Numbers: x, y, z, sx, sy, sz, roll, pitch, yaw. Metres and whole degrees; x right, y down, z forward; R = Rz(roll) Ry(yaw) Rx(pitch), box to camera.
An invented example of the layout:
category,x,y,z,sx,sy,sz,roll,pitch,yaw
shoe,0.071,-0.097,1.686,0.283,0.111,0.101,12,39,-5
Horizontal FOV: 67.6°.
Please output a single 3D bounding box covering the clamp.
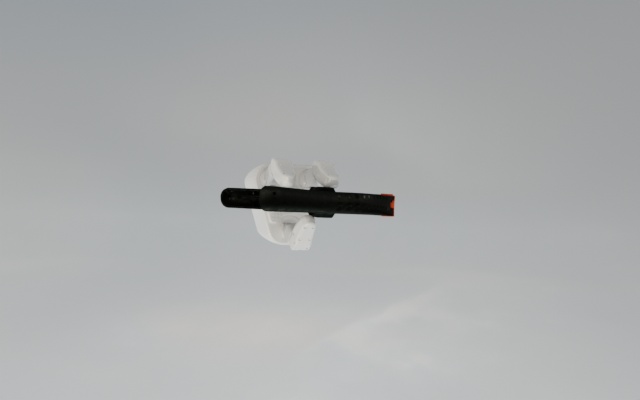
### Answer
category,x,y,z,sx,sy,sz,roll,pitch,yaw
clamp,0.000,0.003,0.550,0.210,0.036,0.164,3,0,-19
